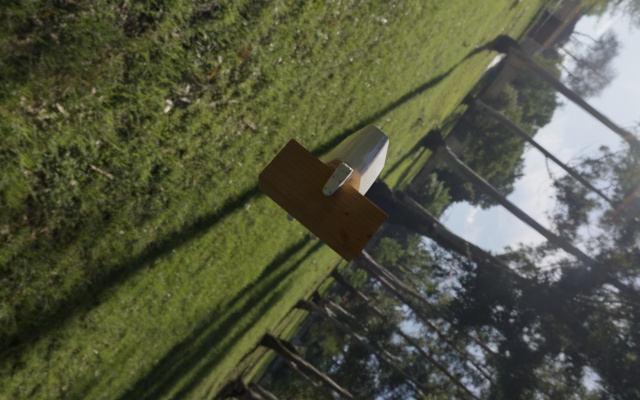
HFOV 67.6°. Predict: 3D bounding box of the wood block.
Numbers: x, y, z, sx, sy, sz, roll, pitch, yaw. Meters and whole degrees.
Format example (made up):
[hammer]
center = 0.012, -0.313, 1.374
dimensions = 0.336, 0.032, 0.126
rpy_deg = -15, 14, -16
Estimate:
[wood block]
center = 0.001, 0.002, 0.815
dimensions = 0.206, 0.090, 0.091
rpy_deg = 39, -15, 3
